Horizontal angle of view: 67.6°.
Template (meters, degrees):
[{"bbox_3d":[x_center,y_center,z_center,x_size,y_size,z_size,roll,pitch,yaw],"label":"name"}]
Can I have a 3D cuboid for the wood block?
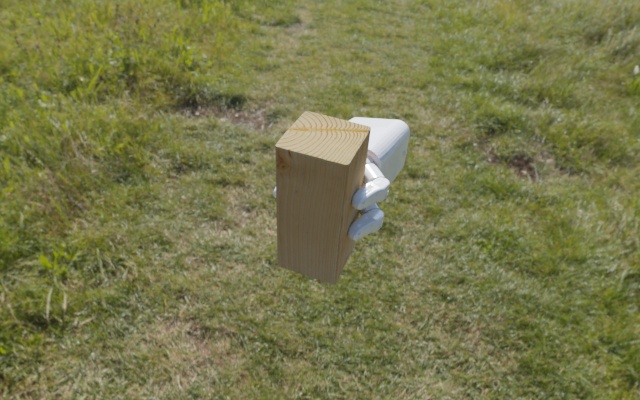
[{"bbox_3d":[0.000,0.002,0.626,0.091,0.206,0.090,17,43,15],"label":"wood block"}]
